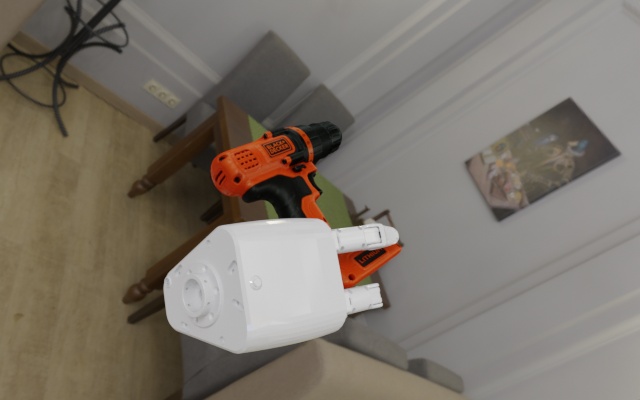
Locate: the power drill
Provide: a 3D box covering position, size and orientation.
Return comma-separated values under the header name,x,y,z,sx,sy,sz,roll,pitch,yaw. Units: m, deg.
name,x,y,z,sx,sy,sz,roll,pitch,yaw
power drill,0.000,0.002,0.513,0.184,0.187,0.057,-28,-15,-42
